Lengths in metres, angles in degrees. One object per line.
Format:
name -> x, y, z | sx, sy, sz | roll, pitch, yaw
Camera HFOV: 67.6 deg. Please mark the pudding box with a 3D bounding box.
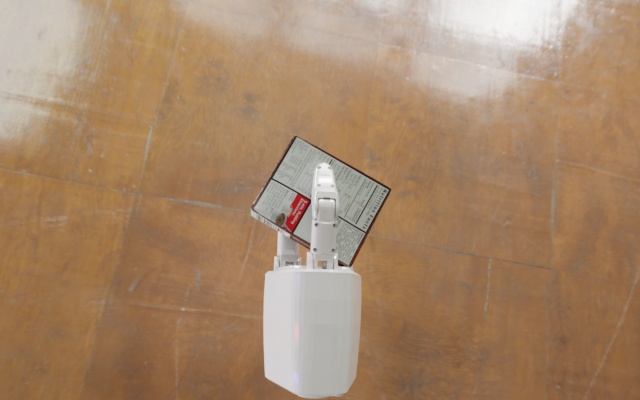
pudding box -> 0.000, 0.002, 0.472 | 0.113, 0.090, 0.039 | 30, -11, -2
